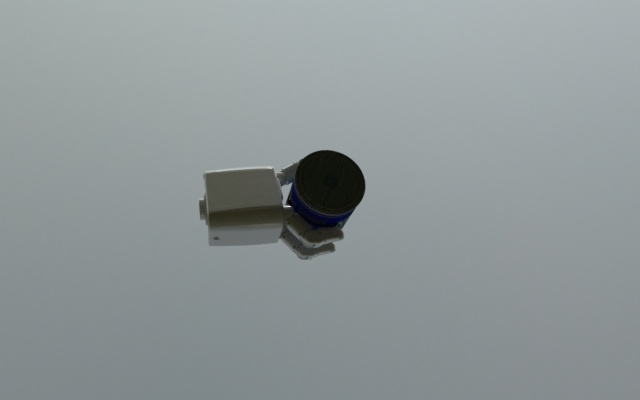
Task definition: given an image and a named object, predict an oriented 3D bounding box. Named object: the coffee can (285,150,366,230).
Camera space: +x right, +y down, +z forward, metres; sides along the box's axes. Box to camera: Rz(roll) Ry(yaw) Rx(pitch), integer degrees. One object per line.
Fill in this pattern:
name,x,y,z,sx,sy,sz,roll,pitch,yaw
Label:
coffee can,0.000,0.002,0.729,0.103,0.102,0.140,0,-25,-13
